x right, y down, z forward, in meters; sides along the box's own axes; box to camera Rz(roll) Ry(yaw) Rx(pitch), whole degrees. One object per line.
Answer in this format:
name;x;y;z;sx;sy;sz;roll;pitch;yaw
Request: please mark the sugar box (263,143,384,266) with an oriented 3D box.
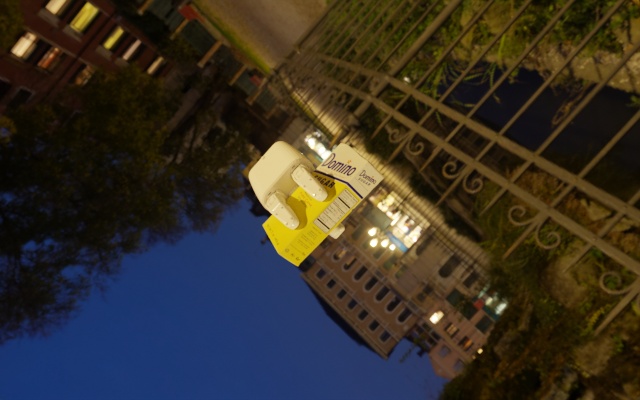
sugar box;0.000;0.002;0.687;0.048;0.176;0.093;39;5;-32
